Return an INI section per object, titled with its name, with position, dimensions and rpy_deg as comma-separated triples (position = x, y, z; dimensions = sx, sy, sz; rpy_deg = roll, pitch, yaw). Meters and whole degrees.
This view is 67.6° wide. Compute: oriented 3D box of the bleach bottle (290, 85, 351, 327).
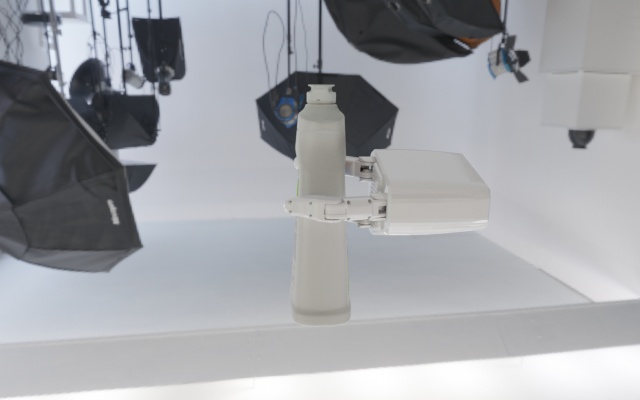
[bleach bottle]
position = 0.000, 0.002, 0.525
dimensions = 0.068, 0.251, 0.102
rpy_deg = 0, 13, -5
